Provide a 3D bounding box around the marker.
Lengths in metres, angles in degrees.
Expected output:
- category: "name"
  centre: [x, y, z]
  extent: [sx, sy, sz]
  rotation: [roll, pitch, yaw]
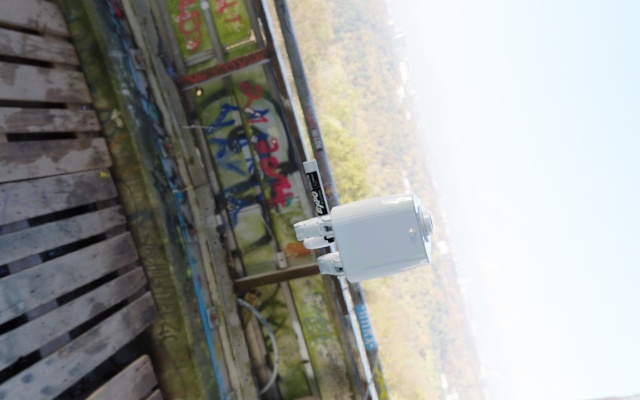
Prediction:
- category: "marker"
  centre: [0.000, 0.002, 0.681]
  extent: [0.020, 0.121, 0.020]
  rotation: [-15, 5, 1]
